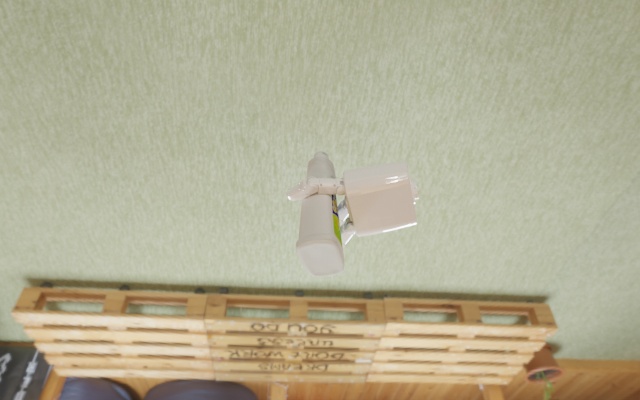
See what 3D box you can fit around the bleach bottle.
[{"bbox_3d":[0.000,0.003,0.835,0.068,0.250,0.103,-10,-43,10],"label":"bleach bottle"}]
